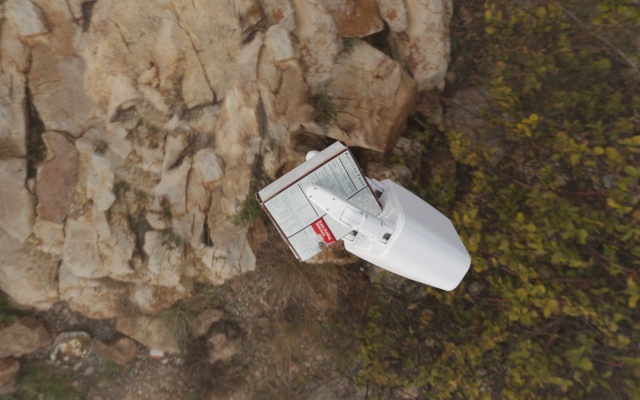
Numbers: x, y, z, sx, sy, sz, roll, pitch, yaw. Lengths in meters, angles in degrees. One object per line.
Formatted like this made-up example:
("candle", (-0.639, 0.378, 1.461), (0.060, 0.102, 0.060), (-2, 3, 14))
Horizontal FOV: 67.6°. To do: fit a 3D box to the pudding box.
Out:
("pudding box", (0.000, 0.002, 0.526), (0.113, 0.090, 0.039), (-33, 23, -4))
